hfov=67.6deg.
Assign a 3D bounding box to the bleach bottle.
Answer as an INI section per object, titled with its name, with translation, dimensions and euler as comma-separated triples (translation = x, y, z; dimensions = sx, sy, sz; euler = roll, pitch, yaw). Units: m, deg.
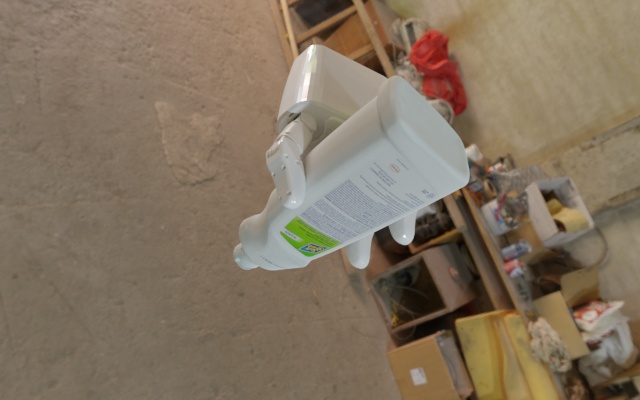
[bleach bottle]
translation = 0.000, 0.001, 0.432
dimensions = 0.102, 0.068, 0.251
euler = 36, -50, -28
